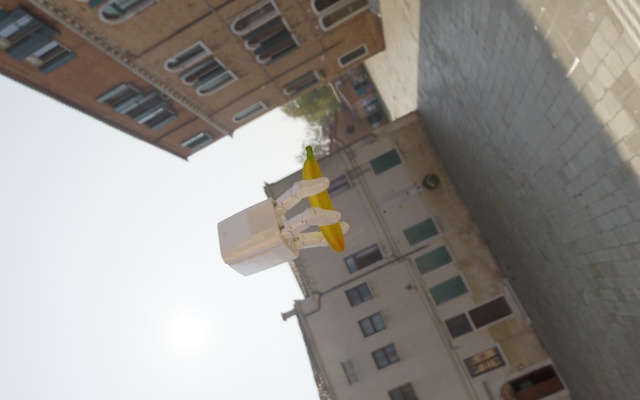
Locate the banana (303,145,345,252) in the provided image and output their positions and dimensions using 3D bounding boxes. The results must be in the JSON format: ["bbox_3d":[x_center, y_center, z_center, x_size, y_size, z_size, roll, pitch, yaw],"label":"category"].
[{"bbox_3d":[0.001,0.005,0.834,0.037,0.197,0.070,-19,-18,0],"label":"banana"}]
